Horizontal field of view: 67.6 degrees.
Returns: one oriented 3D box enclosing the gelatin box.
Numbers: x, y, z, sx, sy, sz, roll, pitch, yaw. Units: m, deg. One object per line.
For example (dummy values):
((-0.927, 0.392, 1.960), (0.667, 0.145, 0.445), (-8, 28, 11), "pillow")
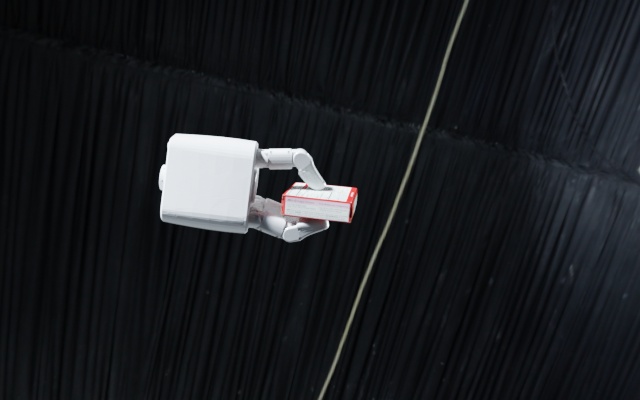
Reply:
((0.000, 0.002, 0.617), (0.089, 0.030, 0.073), (5, 16, 8), "gelatin box")
